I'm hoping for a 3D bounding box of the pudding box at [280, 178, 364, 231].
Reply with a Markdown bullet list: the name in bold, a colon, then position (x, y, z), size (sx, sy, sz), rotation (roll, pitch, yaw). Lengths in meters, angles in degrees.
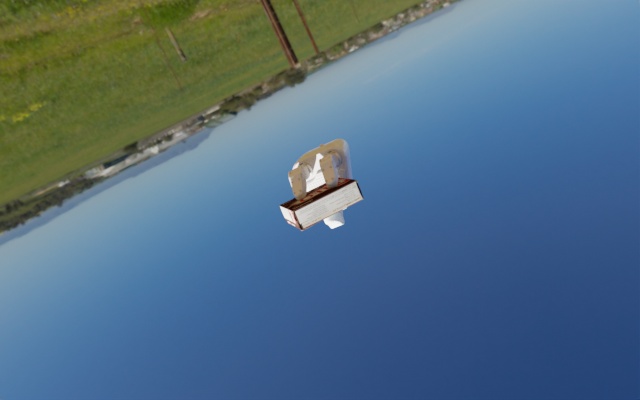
- **pudding box**: position (0.000, 0.003, 0.753), size (0.113, 0.039, 0.090), rotation (-29, 12, -13)
